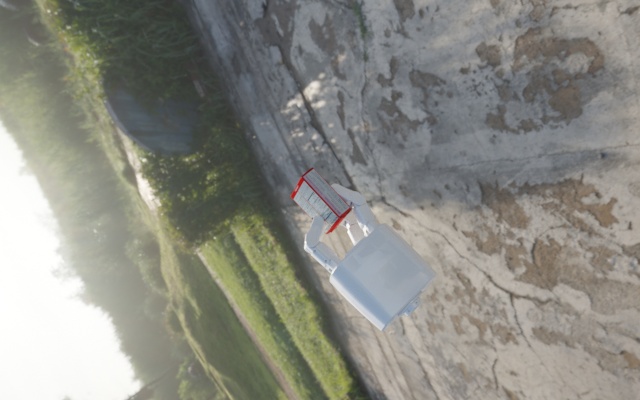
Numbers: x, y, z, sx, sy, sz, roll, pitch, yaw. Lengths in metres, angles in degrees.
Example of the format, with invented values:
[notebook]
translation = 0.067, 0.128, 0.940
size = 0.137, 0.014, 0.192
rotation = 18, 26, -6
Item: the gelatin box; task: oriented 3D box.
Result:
[gelatin box]
translation = 0.000, 0.002, 0.737
size = 0.030, 0.089, 0.073
rotation = -40, -7, -28
